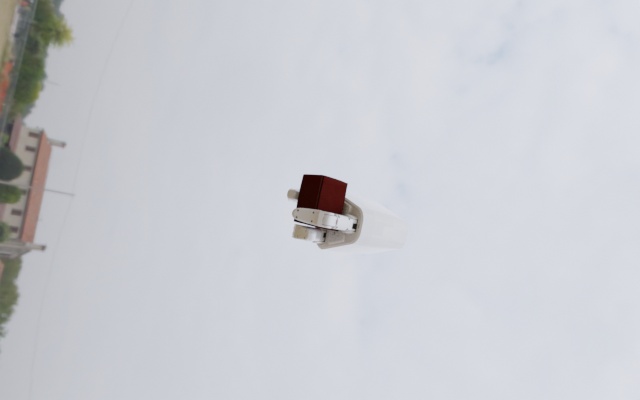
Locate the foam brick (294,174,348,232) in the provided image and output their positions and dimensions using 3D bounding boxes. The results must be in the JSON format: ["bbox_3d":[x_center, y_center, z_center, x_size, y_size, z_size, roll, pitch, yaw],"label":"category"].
[{"bbox_3d":[0.000,0.002,0.729,0.051,0.078,0.053,12,-1,-37],"label":"foam brick"}]
